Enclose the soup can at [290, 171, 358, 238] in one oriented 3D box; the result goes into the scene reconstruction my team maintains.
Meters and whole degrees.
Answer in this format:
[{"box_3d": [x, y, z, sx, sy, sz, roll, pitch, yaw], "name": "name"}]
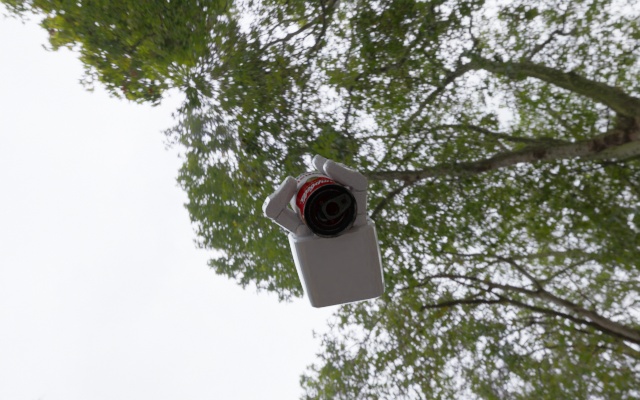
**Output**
[{"box_3d": [0.000, 0.002, 0.622, 0.068, 0.068, 0.102, 0, 13, -15], "name": "soup can"}]
